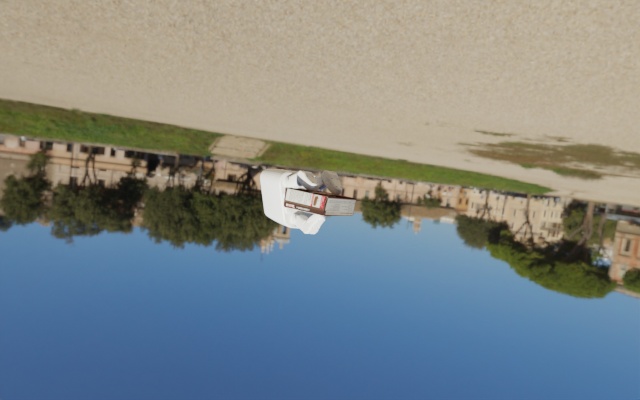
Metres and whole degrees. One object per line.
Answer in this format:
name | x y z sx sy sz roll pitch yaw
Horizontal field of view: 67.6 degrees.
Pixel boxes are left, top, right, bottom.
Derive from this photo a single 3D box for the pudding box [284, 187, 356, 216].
pudding box | 0.000 0.003 0.868 0.090 0.039 0.113 11 6 30
